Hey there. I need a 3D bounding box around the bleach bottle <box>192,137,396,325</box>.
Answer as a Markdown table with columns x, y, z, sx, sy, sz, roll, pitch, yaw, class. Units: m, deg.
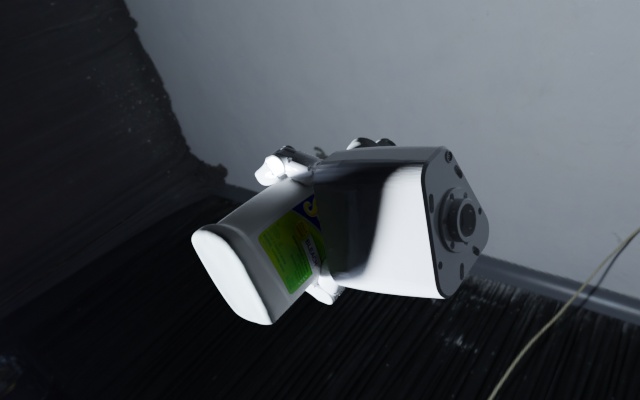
| x | y | z | sx | sy | sz | roll | pitch | yaw | class |
| --- | --- | --- | --- | --- | --- | --- | --- | --- | --- |
| 0.000 | 0.002 | 0.473 | 0.068 | 0.103 | 0.250 | 1 | 33 | 45 | bleach bottle |
